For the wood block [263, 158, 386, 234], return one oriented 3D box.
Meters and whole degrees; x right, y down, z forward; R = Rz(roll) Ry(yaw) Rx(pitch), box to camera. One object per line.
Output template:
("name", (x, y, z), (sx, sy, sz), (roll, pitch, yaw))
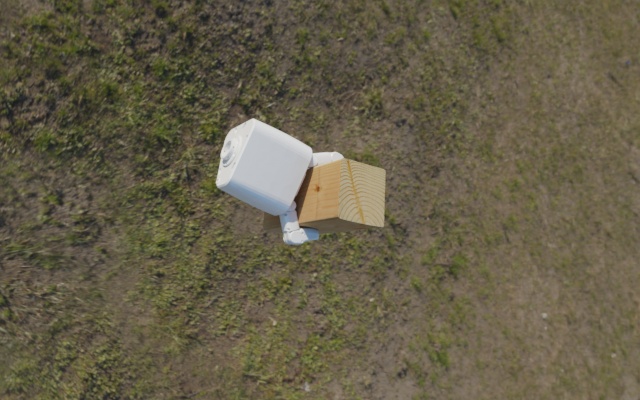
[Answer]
("wood block", (0.000, 0.003, 0.770), (0.090, 0.091, 0.206), (12, -14, -35))
